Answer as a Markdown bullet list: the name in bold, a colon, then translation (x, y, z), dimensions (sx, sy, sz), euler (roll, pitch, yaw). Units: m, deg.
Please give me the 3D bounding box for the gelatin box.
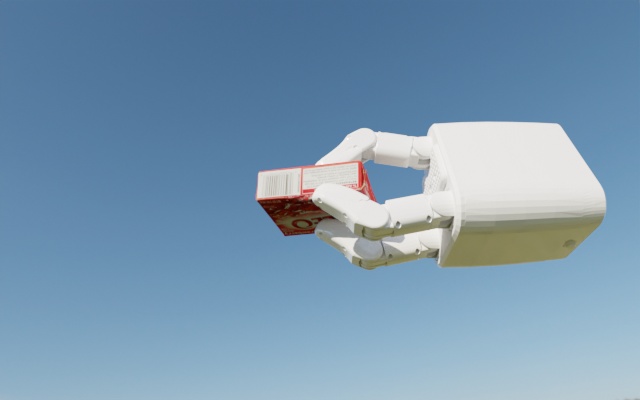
- **gelatin box**: translation (0.000, 0.001, 0.402), dimensions (0.089, 0.030, 0.073), euler (-5, -29, 14)
